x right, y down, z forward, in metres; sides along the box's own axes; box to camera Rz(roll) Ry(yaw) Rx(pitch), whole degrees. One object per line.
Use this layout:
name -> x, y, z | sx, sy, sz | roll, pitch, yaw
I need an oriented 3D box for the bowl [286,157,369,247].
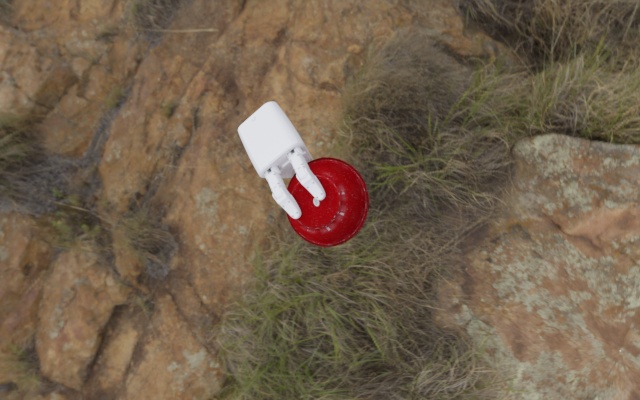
bowl -> 0.001, 0.004, 0.832 | 0.162, 0.162, 0.055 | 0, 0, 22
